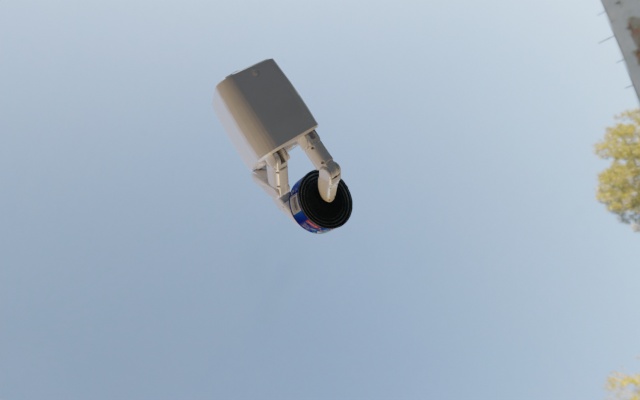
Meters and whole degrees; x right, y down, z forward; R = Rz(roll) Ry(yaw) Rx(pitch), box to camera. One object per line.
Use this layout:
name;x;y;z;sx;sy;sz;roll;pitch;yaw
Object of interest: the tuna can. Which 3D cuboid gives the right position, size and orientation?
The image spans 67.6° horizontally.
tuna can;0.000;0.002;0.660;0.086;0.086;0.034;0;-18;-32
